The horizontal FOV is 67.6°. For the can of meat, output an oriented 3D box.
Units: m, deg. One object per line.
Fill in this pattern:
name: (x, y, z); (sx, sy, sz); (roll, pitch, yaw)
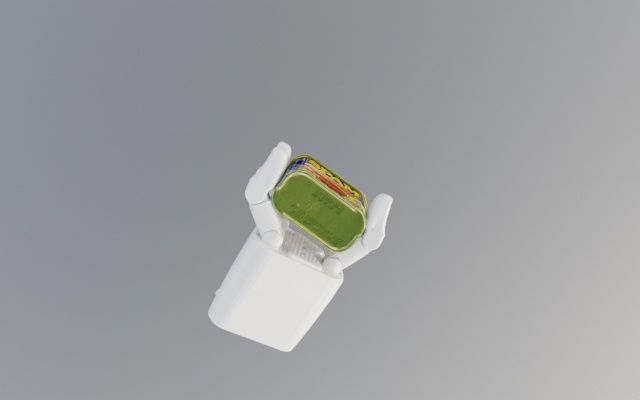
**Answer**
can of meat: (0.000, 0.002, 0.506); (0.102, 0.057, 0.084); (36, 13, -6)
